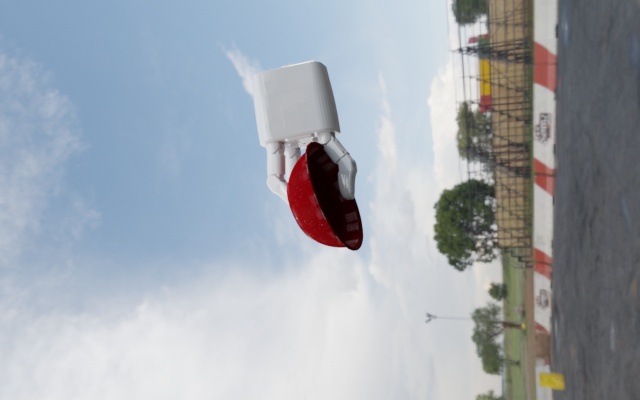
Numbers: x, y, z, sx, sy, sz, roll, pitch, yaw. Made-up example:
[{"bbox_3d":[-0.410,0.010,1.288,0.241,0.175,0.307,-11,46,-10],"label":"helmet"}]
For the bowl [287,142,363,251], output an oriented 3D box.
[{"bbox_3d":[0.000,0.004,0.663,0.055,0.162,0.162,-24,-8,19],"label":"bowl"}]
